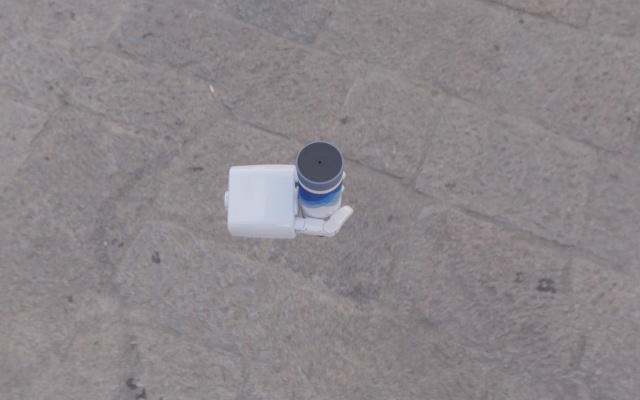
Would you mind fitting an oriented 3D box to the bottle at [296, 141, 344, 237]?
[{"bbox_3d":[0.000,0.003,0.790,0.069,0.069,0.296,0,-22,0],"label":"bottle"}]
